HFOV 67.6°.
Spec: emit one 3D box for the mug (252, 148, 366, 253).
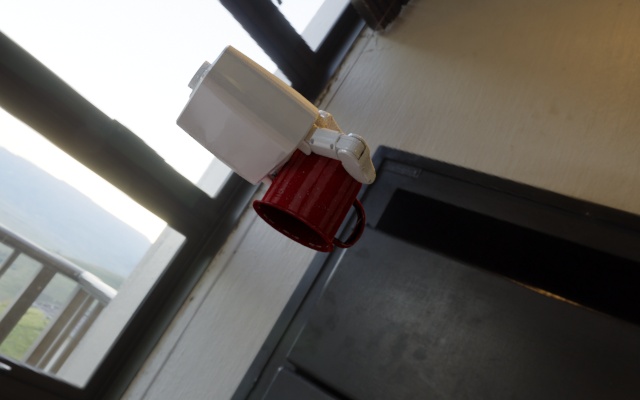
[{"bbox_3d":[0.001,0.002,0.493,0.117,0.081,0.093,37,-19,-18],"label":"mug"}]
